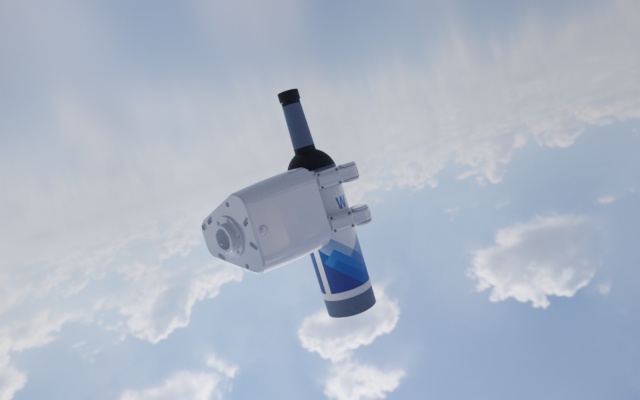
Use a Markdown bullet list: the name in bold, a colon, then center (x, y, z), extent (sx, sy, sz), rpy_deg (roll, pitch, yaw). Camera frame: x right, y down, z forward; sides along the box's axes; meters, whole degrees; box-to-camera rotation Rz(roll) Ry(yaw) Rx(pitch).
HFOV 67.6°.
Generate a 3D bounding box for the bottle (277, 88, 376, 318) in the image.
- **bottle**: center (0.000, 0.002, 0.620), extent (0.069, 0.296, 0.069), rpy_deg (-17, 6, 2)
